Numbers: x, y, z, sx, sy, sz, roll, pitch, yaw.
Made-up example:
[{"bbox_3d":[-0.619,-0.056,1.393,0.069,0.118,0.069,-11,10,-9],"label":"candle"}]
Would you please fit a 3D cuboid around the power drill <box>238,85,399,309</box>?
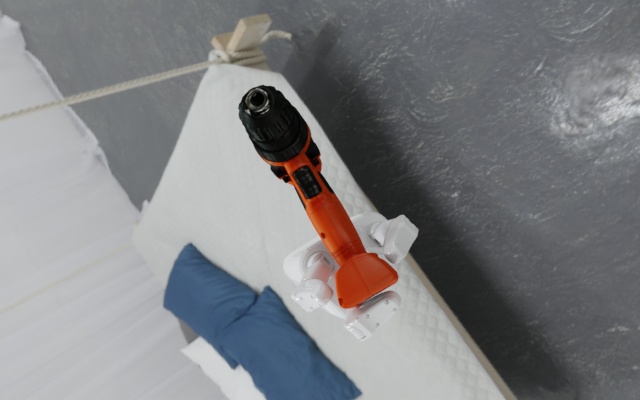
[{"bbox_3d":[0.000,0.002,0.425,0.057,0.187,0.184,-29,-15,3],"label":"power drill"}]
